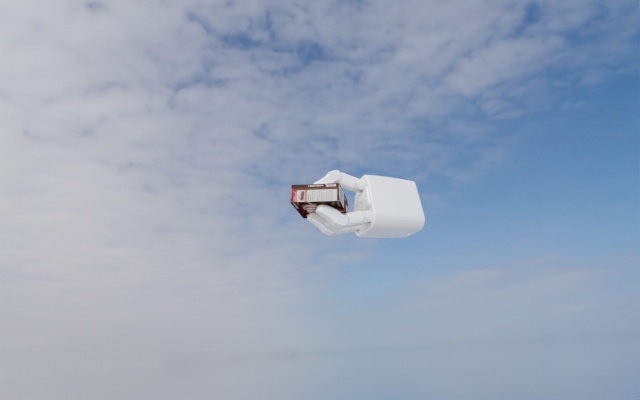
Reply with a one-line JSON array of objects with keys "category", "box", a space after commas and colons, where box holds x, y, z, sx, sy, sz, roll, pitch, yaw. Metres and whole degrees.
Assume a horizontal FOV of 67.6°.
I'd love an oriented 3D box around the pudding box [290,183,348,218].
[{"category": "pudding box", "box": [0.000, 0.003, 0.881, 0.090, 0.039, 0.113, -3, -19, 10]}]
